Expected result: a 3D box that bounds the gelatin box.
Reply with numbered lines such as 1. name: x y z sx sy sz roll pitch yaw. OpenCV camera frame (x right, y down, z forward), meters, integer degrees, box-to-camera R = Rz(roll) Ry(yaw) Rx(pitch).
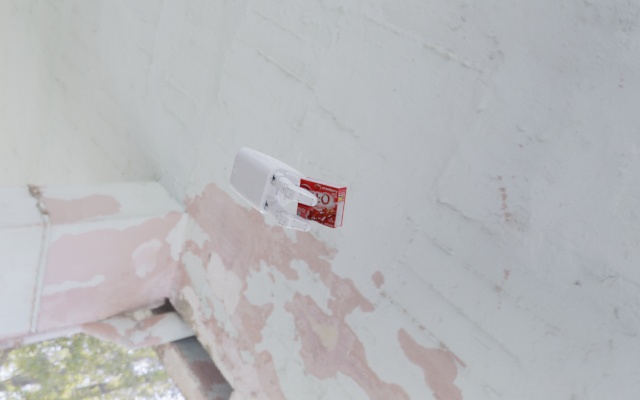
1. gelatin box: 0.001 0.003 0.856 0.089 0.073 0.030 17 17 33
